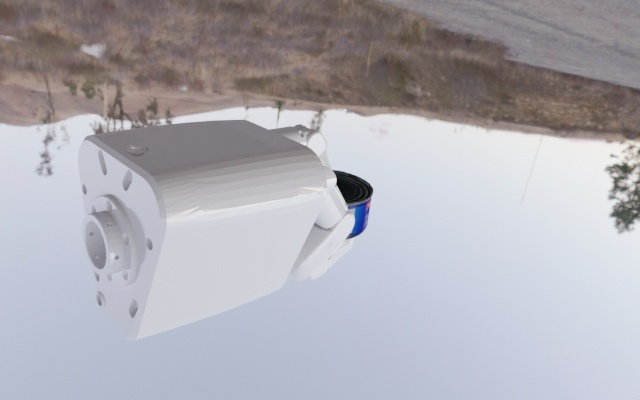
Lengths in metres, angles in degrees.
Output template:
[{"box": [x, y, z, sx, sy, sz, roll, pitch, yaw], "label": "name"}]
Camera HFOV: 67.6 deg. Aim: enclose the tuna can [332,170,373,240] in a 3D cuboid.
[{"box": [0.000, 0.002, 0.404, 0.086, 0.034, 0.086, 5, 22, -2], "label": "tuna can"}]
